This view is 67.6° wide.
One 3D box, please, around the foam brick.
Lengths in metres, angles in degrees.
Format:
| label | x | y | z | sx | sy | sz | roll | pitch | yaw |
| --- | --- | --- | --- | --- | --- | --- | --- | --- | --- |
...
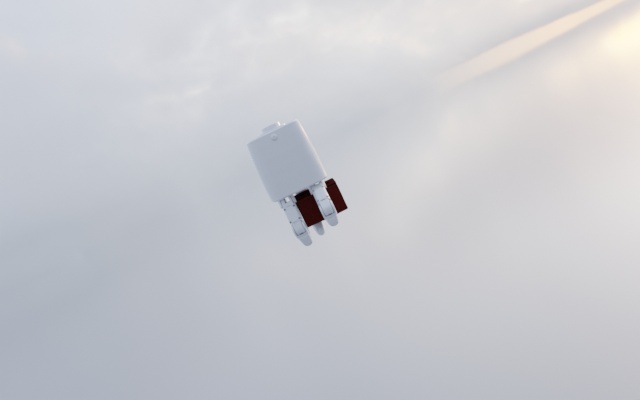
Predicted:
| label | x | y | z | sx | sy | sz | roll | pitch | yaw |
| --- | --- | --- | --- | --- | --- | --- | --- | --- | --- |
| foam brick | 0.000 | 0.003 | 0.808 | 0.078 | 0.051 | 0.053 | -25 | 11 | 0 |
